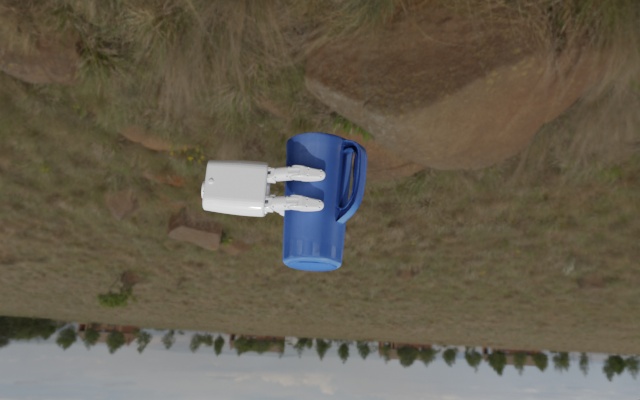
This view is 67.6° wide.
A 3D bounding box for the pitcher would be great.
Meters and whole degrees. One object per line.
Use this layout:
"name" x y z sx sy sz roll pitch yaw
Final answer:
"pitcher" 0.000 0.003 0.890 0.145 0.242 0.149 5 -18 -6
